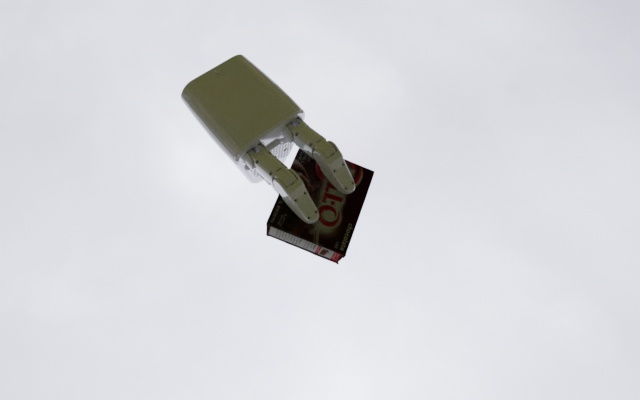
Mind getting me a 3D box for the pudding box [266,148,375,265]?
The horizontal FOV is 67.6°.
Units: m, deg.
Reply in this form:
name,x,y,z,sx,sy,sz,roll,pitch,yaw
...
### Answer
name,x,y,z,sx,sy,sz,roll,pitch,yaw
pudding box,0.000,0.002,0.529,0.090,0.113,0.039,21,-25,-1
